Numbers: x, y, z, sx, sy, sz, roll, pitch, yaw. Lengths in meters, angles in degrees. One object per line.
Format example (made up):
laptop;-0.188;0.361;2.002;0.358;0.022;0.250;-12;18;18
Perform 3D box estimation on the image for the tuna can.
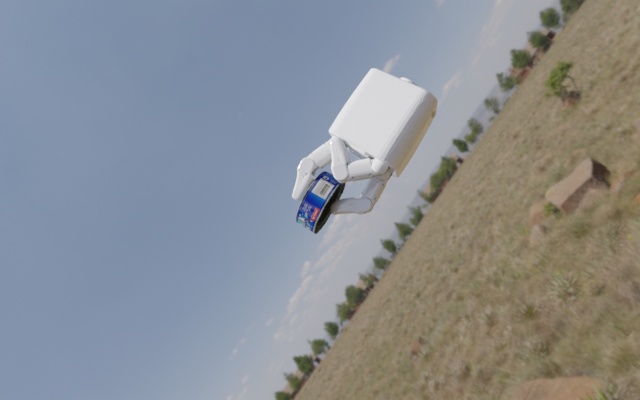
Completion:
tuna can;0.000;0.002;0.676;0.034;0.086;0.086;30;6;10
